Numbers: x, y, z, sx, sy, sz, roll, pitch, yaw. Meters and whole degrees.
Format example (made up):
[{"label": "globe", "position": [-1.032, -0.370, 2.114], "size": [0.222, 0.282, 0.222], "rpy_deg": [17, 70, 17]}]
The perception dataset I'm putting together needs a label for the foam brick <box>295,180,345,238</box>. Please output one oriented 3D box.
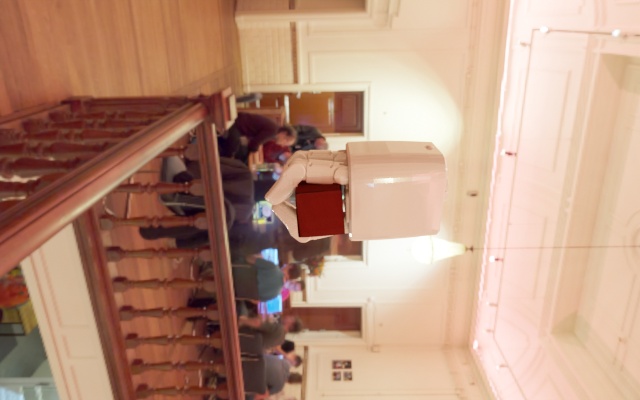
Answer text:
[{"label": "foam brick", "position": [0.000, 0.002, 0.541], "size": [0.051, 0.053, 0.078], "rpy_deg": [-3, 20, 2]}]
